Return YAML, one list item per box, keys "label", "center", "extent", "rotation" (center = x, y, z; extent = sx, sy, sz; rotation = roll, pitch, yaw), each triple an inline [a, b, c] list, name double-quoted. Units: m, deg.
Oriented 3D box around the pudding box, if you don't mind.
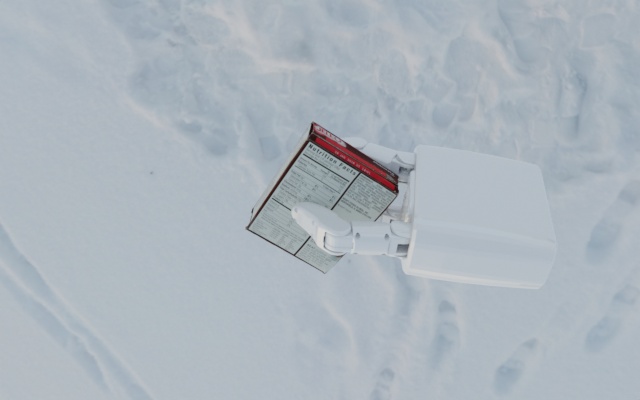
- label: "pudding box"
  center: [0.000, 0.001, 0.417]
  extent: [0.090, 0.113, 0.039]
  rotation: [32, 29, -11]
